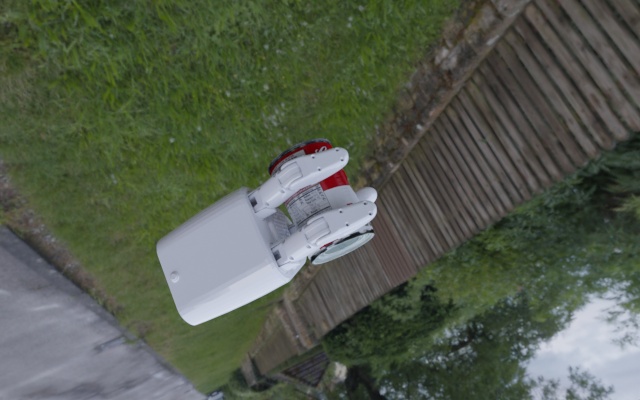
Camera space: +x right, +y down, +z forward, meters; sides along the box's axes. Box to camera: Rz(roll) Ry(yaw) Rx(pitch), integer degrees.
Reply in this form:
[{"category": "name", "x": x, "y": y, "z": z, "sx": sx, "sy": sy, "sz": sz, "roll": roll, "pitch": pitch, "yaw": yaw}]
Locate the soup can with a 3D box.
[{"category": "soup can", "x": 0.001, "y": 0.002, "z": 0.458, "sx": 0.068, "sy": 0.102, "sz": 0.068, "roll": -24, "pitch": -16, "yaw": -7}]
